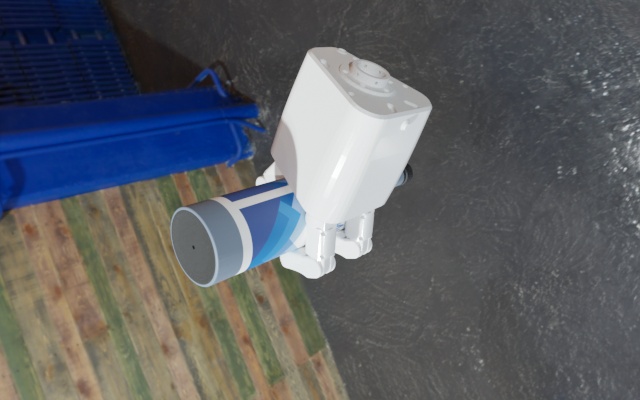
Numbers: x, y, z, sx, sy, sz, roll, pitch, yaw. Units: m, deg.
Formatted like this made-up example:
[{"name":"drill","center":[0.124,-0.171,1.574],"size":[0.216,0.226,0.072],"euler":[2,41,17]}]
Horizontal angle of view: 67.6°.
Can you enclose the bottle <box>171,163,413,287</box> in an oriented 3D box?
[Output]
[{"name":"bottle","center":[0.000,0.002,0.476],"size":[0.069,0.069,0.295],"euler":[0,14,45]}]
